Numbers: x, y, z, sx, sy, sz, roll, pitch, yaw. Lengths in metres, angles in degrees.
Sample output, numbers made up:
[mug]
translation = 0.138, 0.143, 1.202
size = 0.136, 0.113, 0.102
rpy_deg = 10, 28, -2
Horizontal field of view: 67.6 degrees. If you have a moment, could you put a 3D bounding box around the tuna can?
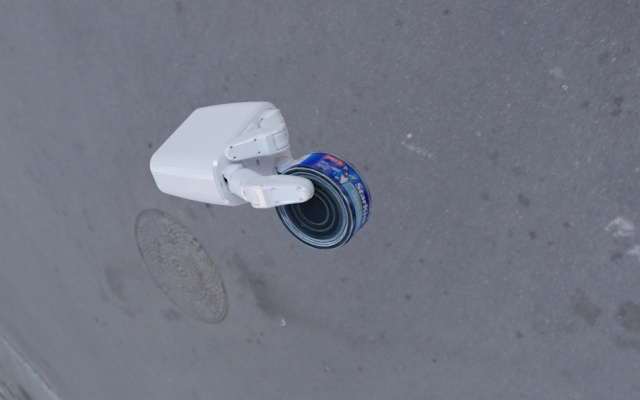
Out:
[tuna can]
translation = 0.000, 0.002, 0.428
size = 0.086, 0.086, 0.033
rpy_deg = 0, 27, 35
